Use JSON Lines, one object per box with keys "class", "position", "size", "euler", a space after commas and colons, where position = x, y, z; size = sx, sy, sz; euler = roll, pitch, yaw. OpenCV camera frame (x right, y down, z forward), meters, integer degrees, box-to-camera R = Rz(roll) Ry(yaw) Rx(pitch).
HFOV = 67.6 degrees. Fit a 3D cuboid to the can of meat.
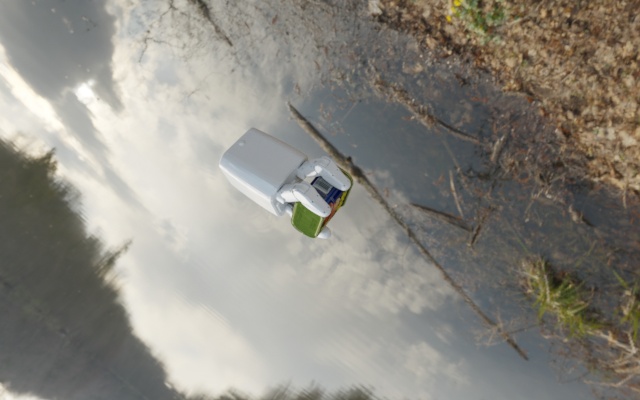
{"class": "can of meat", "position": [0.000, 0.003, 0.752], "size": [0.057, 0.084, 0.102], "euler": [34, -30, 9]}
